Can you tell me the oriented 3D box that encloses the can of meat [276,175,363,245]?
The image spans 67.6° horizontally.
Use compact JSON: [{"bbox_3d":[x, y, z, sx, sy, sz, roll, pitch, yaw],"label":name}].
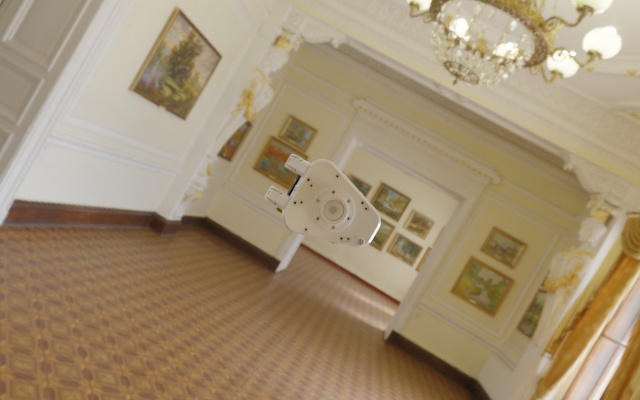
[{"bbox_3d":[0.000,0.002,0.699,0.102,0.084,0.057,30,1,2],"label":"can of meat"}]
